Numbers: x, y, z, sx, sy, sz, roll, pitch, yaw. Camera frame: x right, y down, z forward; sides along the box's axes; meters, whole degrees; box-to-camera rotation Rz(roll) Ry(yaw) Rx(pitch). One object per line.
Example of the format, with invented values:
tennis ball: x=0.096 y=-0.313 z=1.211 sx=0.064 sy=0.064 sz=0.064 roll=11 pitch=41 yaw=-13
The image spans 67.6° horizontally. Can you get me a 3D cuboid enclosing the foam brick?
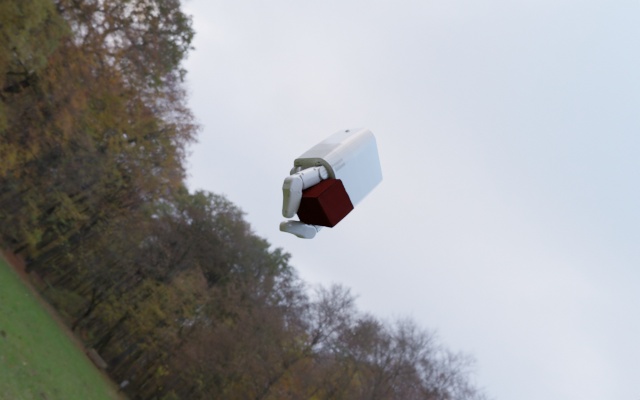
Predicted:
foam brick: x=0.000 y=0.002 z=0.694 sx=0.051 sy=0.053 sz=0.078 roll=-38 pitch=24 yaw=-29
